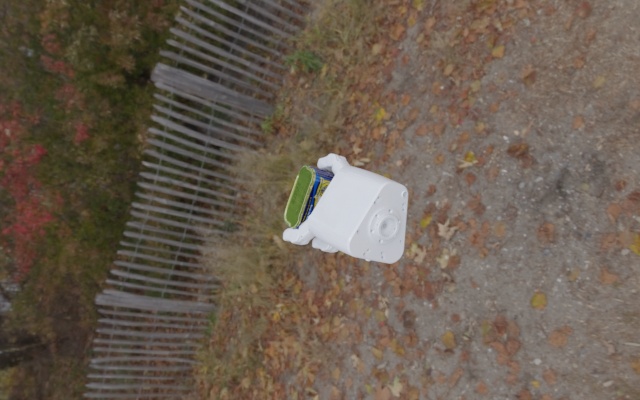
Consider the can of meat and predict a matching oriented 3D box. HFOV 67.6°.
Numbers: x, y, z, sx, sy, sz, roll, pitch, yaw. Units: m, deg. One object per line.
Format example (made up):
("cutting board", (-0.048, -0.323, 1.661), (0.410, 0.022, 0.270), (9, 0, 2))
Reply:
("can of meat", (0.000, 0.002, 0.743), (0.084, 0.102, 0.057), (14, 10, -31))
